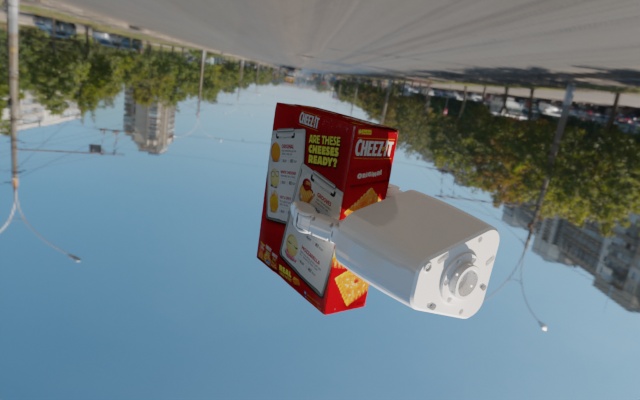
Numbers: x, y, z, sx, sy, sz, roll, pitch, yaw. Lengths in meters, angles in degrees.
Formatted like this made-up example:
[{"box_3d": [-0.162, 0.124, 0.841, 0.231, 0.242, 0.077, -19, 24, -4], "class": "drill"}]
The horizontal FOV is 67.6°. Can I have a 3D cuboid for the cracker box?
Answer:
[{"box_3d": [0.000, 0.002, 0.578, 0.072, 0.214, 0.164, -2, 19, -36], "class": "cracker box"}]
